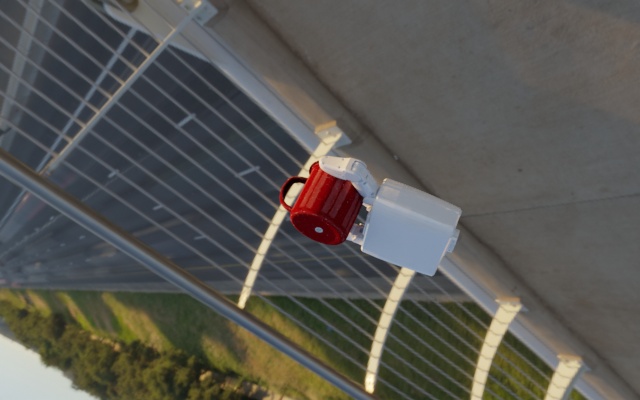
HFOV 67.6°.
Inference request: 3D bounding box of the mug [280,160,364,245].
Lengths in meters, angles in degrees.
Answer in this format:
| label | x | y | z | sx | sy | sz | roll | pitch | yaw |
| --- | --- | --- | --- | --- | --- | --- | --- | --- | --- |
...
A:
| label | x | y | z | sx | sy | sz | roll | pitch | yaw |
| --- | --- | --- | --- | --- | --- | --- | --- | --- | --- |
| mug | -0.001 | 0.002 | 0.642 | 0.117 | 0.081 | 0.093 | 19 | -29 | 14 |
